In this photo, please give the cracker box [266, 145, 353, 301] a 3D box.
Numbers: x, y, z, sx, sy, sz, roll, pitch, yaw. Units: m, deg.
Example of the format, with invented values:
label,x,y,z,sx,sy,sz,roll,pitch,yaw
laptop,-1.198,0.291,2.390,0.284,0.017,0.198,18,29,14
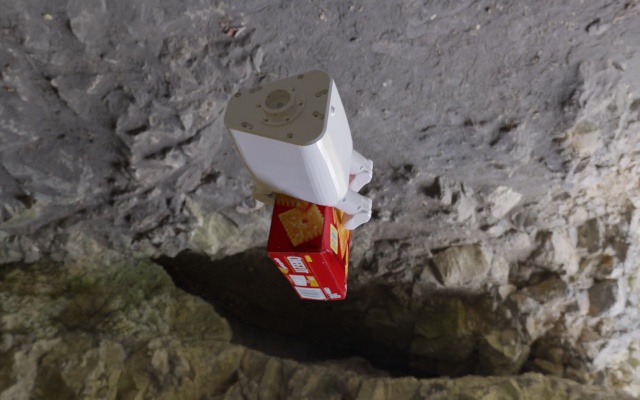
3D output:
label,x,y,z,sx,sy,sz,roll,pitch,yaw
cracker box,0.000,0.002,0.617,0.072,0.213,0.164,0,-29,14
